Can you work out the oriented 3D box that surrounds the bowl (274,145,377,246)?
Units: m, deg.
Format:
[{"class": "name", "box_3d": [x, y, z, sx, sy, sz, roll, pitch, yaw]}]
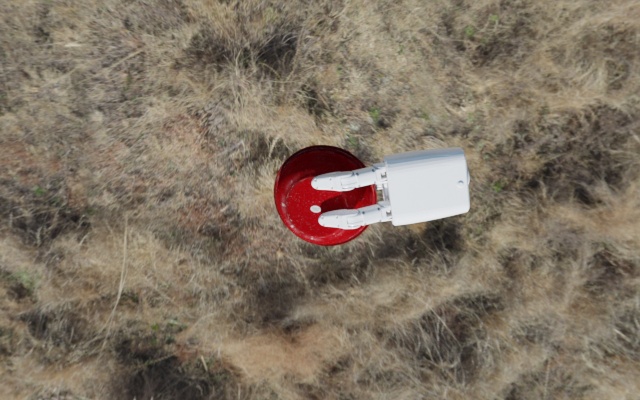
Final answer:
[{"class": "bowl", "box_3d": [-0.001, 0.003, 0.703, 0.162, 0.162, 0.055, 0, 18, 13]}]
